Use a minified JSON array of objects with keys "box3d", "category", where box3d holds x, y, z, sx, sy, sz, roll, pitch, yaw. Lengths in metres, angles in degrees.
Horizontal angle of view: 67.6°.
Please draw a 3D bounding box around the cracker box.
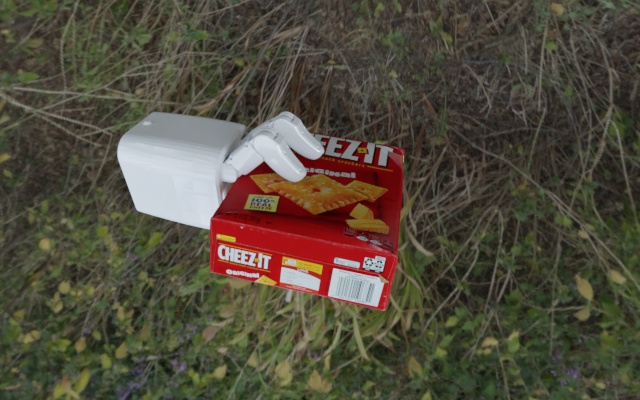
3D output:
[{"box3d":[0.000,0.002,0.496,0.164,0.072,0.213,12,33,5],"category":"cracker box"}]
